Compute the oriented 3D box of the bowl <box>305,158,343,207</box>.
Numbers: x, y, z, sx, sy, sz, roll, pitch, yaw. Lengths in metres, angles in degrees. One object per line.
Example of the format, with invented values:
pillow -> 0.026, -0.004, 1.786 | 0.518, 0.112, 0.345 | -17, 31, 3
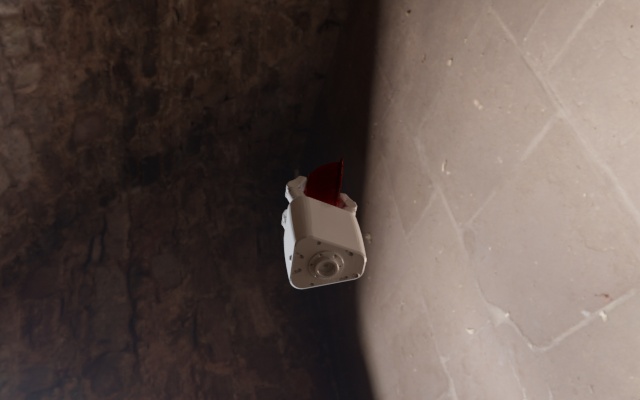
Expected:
bowl -> 0.000, 0.002, 0.827 | 0.055, 0.162, 0.162 | 9, 0, -1
